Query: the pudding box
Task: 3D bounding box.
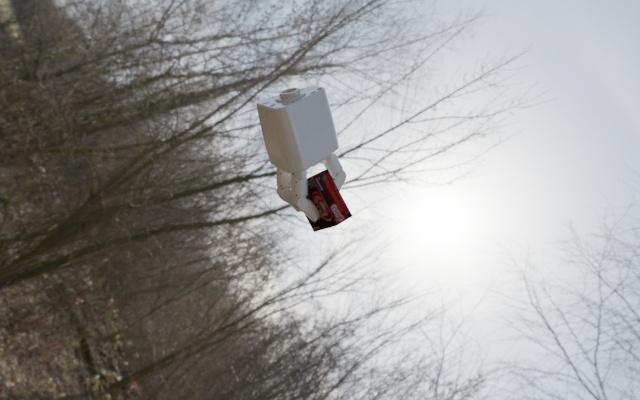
[{"bbox_3d":[0.000,0.003,0.819,0.039,0.090,0.113,-28,1,-20],"label":"pudding box"}]
